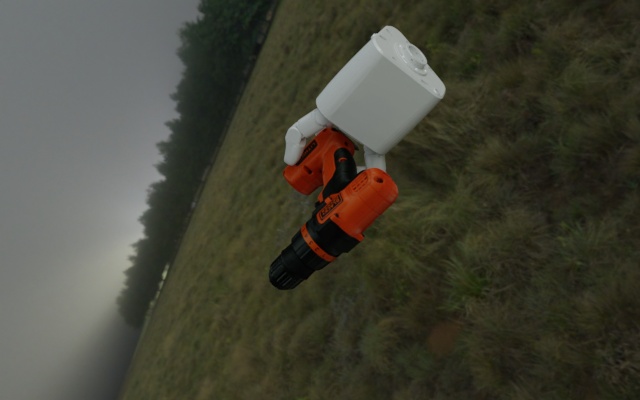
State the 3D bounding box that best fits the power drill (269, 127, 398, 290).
[{"bbox_3d":[0.000,0.001,0.590,0.057,0.184,0.187,39,18,-30],"label":"power drill"}]
